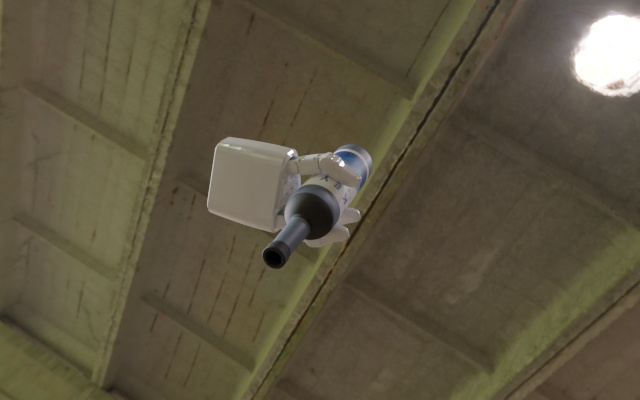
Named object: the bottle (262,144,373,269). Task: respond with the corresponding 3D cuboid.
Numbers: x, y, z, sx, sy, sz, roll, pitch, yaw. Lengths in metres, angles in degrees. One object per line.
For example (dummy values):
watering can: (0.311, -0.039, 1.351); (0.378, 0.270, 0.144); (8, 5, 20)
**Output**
bottle: (0.000, 0.002, 0.634); (0.069, 0.069, 0.295); (0, 24, 22)
